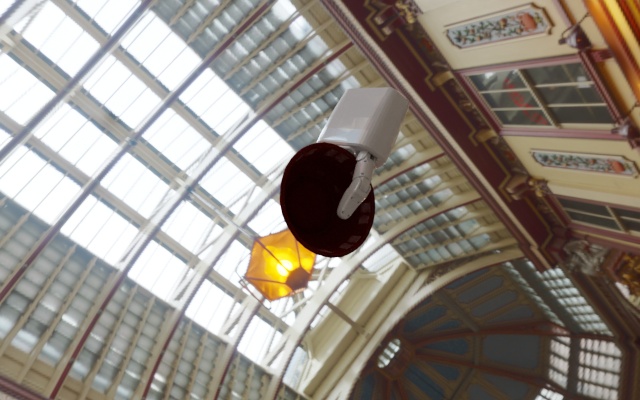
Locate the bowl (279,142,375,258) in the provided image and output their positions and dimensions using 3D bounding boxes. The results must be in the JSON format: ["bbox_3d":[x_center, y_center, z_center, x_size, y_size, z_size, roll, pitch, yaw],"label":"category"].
[{"bbox_3d":[-0.001,0.003,0.677,0.162,0.162,0.055,0,-9,-36],"label":"bowl"}]
